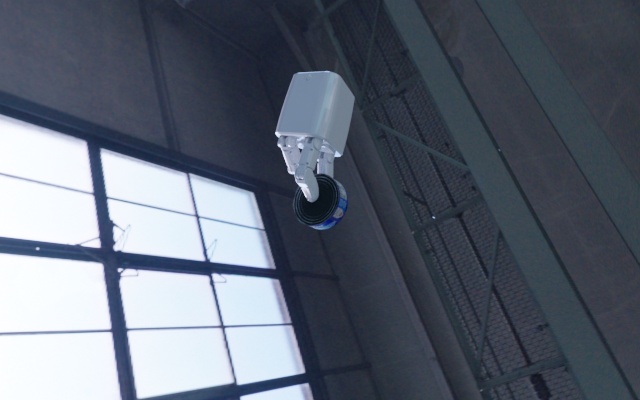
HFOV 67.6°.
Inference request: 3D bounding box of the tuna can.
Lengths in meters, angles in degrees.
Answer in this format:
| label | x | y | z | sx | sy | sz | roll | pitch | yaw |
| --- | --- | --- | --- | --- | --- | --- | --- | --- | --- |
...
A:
| label | x | y | z | sx | sy | sz | roll | pitch | yaw |
| --- | --- | --- | --- | --- | --- | --- | --- | --- | --- |
| tuna can | 0.000 | 0.003 | 0.758 | 0.086 | 0.086 | 0.034 | 0 | -16 | 34 |
